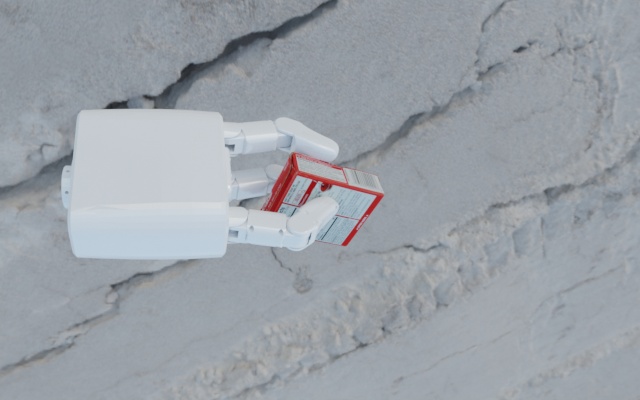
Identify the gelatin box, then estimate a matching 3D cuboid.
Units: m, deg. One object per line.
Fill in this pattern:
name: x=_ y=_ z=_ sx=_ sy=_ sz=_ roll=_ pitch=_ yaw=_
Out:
gelatin box: x=0.000 y=0.002 z=0.426 sx=0.089 sy=0.030 sz=0.073 roll=13 pitch=-50 yaw=-24
